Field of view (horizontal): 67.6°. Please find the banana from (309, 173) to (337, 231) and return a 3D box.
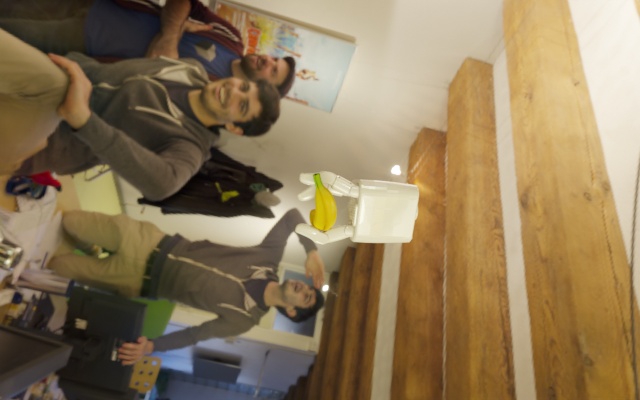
[{"bbox_3d":[0.004,0.019,0.834,0.037,0.069,0.198,-8,-19,-8],"label":"banana"}]
